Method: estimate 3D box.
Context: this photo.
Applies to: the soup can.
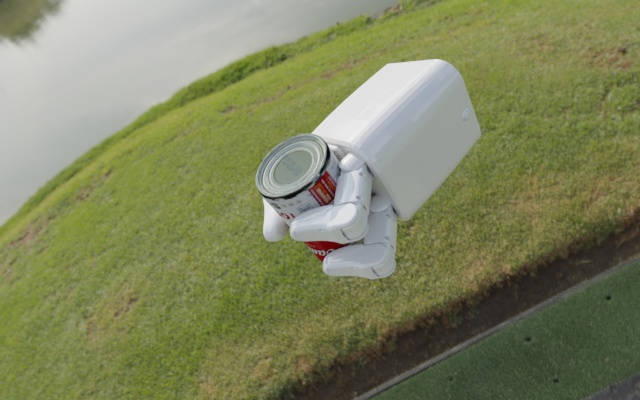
[{"bbox_3d":[0.000,0.001,0.405,0.068,0.068,0.102,0,-36,35],"label":"soup can"}]
